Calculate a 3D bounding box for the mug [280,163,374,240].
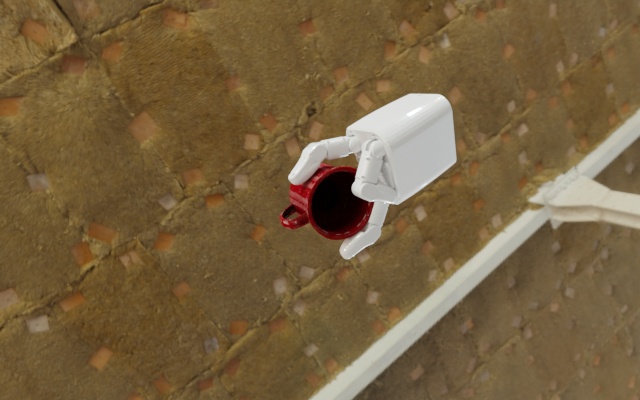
[{"bbox_3d":[-0.001,0.003,0.618,0.117,0.093,0.081,-32,23,-16],"label":"mug"}]
